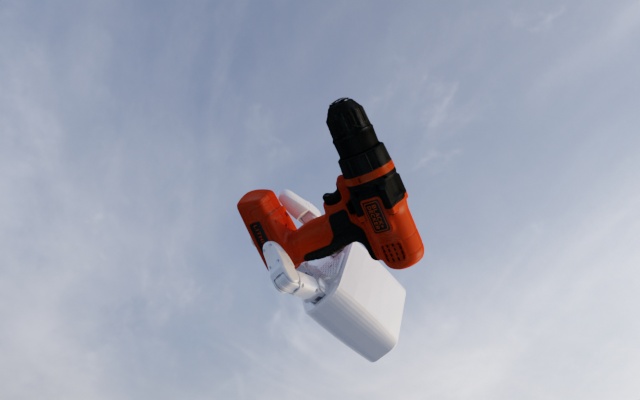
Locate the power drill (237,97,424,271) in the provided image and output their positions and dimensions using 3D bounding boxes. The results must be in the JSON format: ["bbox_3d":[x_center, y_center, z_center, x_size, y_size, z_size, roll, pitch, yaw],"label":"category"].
[{"bbox_3d":[0.000,0.002,0.517,0.188,0.184,0.057,-17,11,34],"label":"power drill"}]
